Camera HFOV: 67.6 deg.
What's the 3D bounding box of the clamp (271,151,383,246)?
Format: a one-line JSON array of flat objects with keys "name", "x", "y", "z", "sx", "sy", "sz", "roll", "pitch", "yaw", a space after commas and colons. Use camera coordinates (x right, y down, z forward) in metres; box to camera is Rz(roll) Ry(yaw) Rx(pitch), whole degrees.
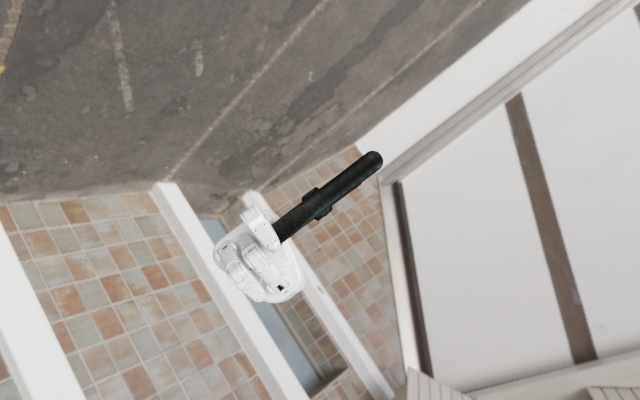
[{"name": "clamp", "x": 0.000, "y": 0.003, "z": 0.597, "sx": 0.171, "sy": 0.039, "sz": 0.120, "roll": -34, "pitch": -8, "yaw": -3}]
